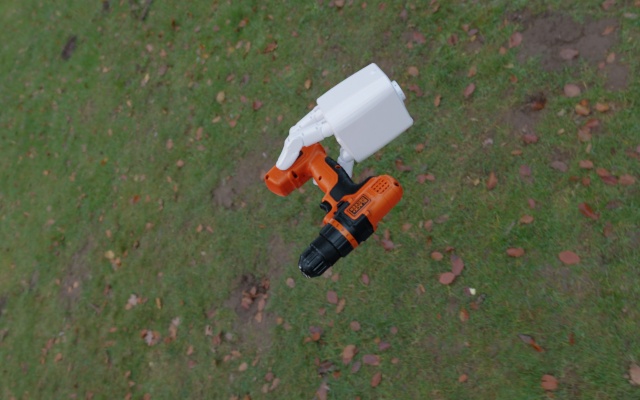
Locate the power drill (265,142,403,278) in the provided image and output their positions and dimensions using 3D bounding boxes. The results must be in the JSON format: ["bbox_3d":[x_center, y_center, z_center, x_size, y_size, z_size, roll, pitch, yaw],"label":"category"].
[{"bbox_3d":[0.000,0.002,0.704,0.187,0.184,0.057,41,-12,35],"label":"power drill"}]
